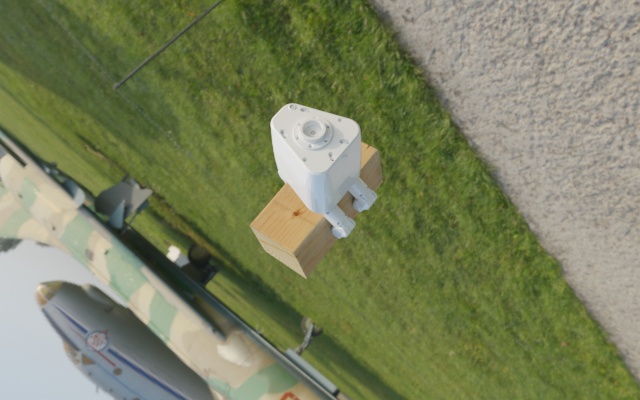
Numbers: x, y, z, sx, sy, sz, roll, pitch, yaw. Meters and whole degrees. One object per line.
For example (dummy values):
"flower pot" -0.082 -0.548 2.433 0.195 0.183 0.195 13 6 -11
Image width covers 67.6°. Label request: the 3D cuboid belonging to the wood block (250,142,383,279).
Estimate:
"wood block" 0.000 0.002 0.739 0.091 0.206 0.090 30 -22 27
